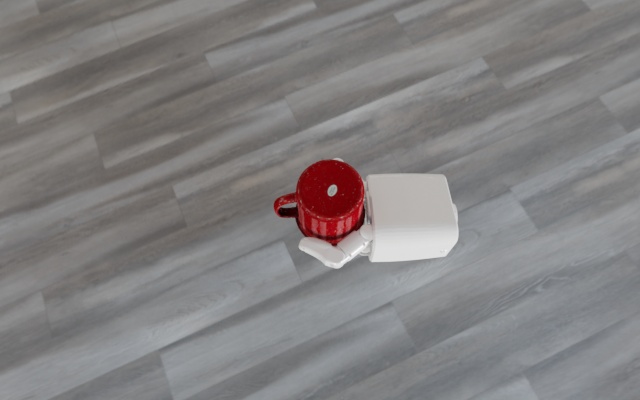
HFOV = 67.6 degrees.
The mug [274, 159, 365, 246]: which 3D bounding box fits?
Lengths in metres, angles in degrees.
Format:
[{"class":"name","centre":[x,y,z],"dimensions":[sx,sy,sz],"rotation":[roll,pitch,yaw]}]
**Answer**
[{"class":"mug","centre":[-0.001,0.002,0.593],"dimensions":[0.117,0.093,0.081],"rotation":[-3,-22,-1]}]
